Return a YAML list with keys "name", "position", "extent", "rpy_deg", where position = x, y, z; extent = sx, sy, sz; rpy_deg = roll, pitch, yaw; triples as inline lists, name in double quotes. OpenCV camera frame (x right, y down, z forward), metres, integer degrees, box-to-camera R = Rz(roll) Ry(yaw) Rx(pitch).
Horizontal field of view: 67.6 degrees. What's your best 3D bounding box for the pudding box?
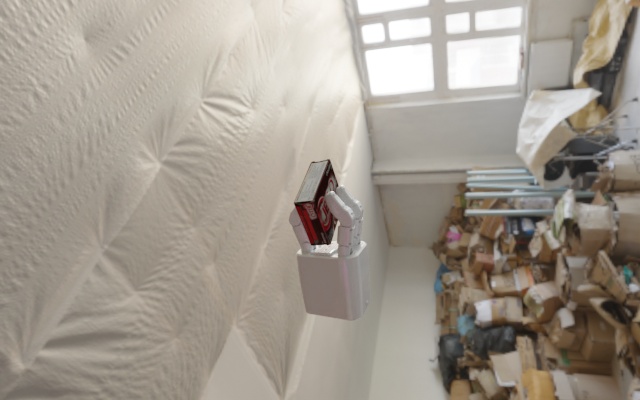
- name: "pudding box"
  position: [0.000, 0.003, 0.761]
  extent: [0.039, 0.090, 0.113]
  rpy_deg: [-6, 37, 19]
